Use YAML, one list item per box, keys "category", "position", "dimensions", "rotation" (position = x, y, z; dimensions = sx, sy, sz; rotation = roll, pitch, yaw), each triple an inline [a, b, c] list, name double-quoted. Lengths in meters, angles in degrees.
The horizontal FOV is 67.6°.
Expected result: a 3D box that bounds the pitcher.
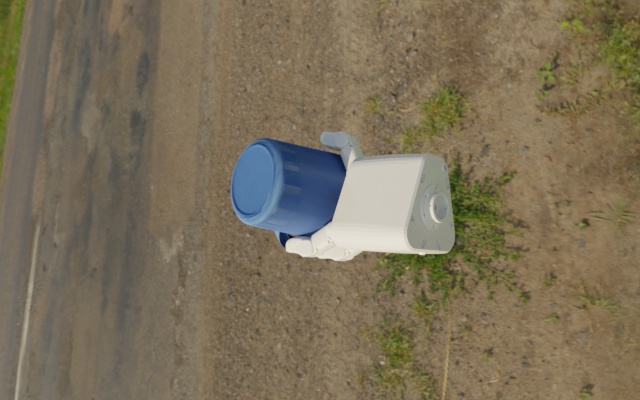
- category: "pitcher"
  position: [0.000, 0.002, 0.653]
  dimensions: [0.243, 0.149, 0.145]
  rotation: [12, -8, -42]
